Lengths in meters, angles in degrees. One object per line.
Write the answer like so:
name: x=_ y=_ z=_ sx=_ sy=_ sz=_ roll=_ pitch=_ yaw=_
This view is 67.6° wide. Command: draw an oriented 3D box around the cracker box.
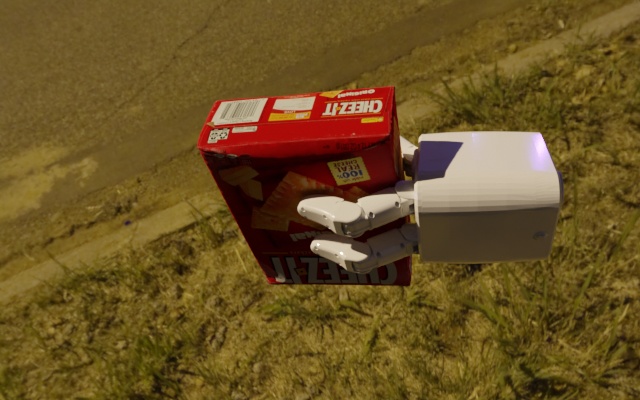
cracker box: x=0.000 y=0.001 z=0.463 sx=0.164 sy=0.072 sz=0.214 roll=-1 pitch=-42 yaw=15
